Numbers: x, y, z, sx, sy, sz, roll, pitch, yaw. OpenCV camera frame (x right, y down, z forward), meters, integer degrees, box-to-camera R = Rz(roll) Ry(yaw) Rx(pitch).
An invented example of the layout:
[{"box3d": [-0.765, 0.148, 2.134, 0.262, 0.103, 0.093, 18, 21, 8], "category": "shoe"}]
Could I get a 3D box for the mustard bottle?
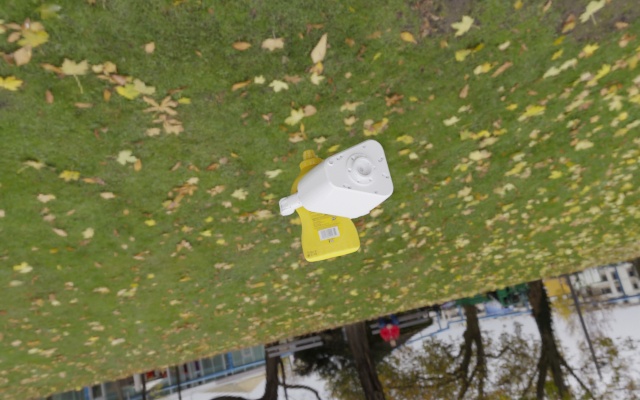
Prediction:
[{"box3d": [0.000, 0.003, 0.827, 0.096, 0.191, 0.058, -13, -12, -2], "category": "mustard bottle"}]
